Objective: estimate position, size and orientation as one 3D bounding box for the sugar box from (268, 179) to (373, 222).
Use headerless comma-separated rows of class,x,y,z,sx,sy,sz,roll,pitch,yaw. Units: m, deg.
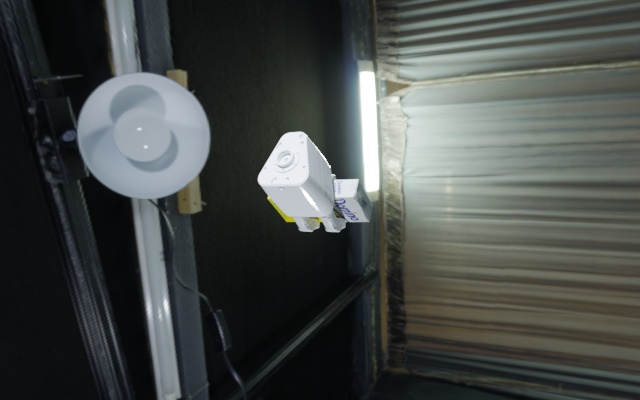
sugar box,0.000,0.003,0.898,0.176,0.048,0.093,1,-31,26
